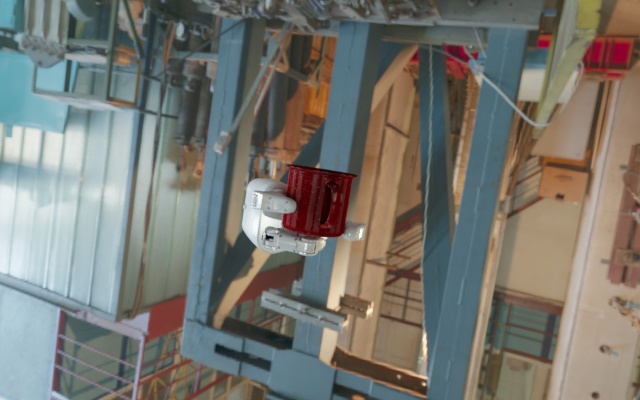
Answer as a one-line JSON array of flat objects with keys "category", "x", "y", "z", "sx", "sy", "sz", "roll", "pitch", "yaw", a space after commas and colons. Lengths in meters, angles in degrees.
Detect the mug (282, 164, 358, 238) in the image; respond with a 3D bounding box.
[{"category": "mug", "x": 0.001, "y": 0.002, "z": 0.603, "sx": 0.093, "sy": 0.081, "sz": 0.117, "roll": 7, "pitch": 6, "yaw": -23}]
